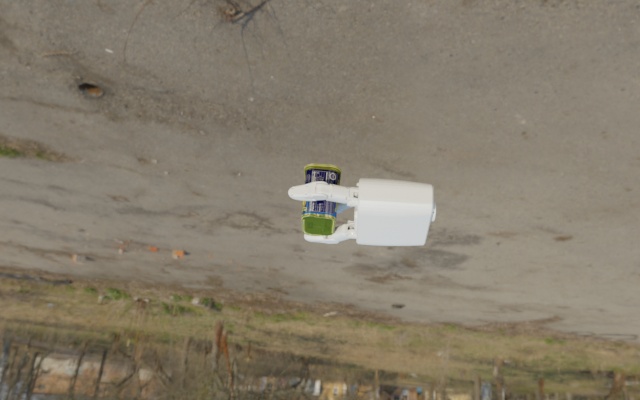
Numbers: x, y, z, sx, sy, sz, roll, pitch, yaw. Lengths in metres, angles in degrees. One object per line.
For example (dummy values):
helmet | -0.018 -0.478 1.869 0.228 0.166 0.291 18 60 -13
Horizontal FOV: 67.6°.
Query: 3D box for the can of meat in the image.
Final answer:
can of meat | 0.000 0.003 0.742 0.057 0.084 0.102 4 -21 1
